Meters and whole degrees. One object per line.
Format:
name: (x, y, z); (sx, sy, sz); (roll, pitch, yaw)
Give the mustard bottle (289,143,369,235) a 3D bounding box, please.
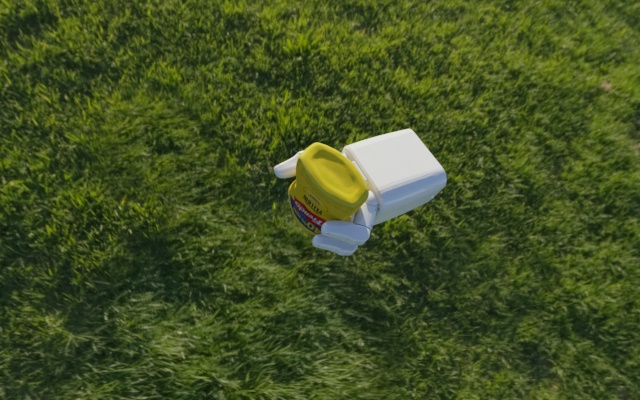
mustard bottle: (0.000, 0.002, 0.652); (0.058, 0.096, 0.192); (-44, -7, -23)
